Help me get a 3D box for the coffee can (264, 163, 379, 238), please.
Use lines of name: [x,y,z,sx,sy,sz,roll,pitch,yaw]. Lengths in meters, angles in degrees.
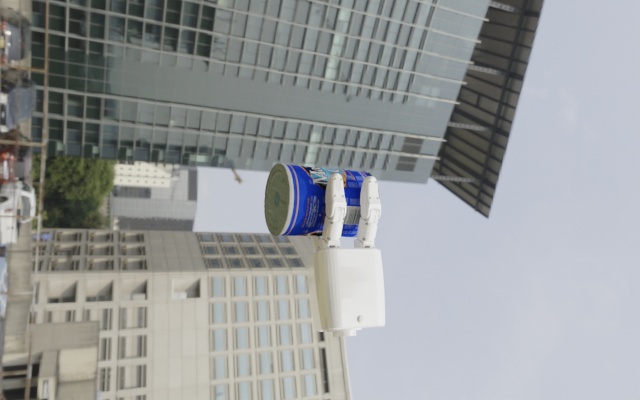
coffee can: [0.000,0.002,0.698,0.140,0.103,0.103,3,-1,-25]
